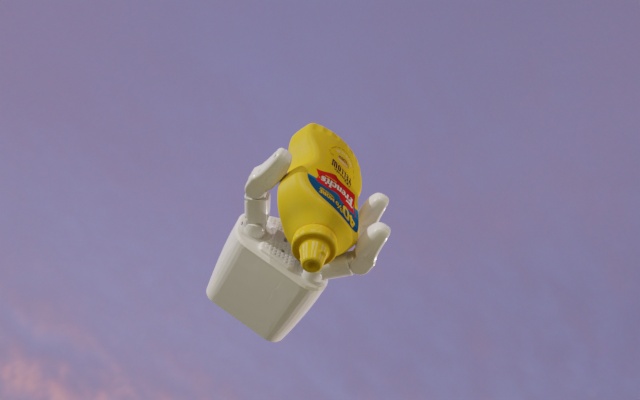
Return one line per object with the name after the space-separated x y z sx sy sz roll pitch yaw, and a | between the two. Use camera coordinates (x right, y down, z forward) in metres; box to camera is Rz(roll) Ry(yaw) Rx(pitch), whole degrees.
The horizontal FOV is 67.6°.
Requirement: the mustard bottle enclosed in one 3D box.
0.000 0.001 0.481 0.058 0.096 0.191 -31 26 24 | mustard bottle
